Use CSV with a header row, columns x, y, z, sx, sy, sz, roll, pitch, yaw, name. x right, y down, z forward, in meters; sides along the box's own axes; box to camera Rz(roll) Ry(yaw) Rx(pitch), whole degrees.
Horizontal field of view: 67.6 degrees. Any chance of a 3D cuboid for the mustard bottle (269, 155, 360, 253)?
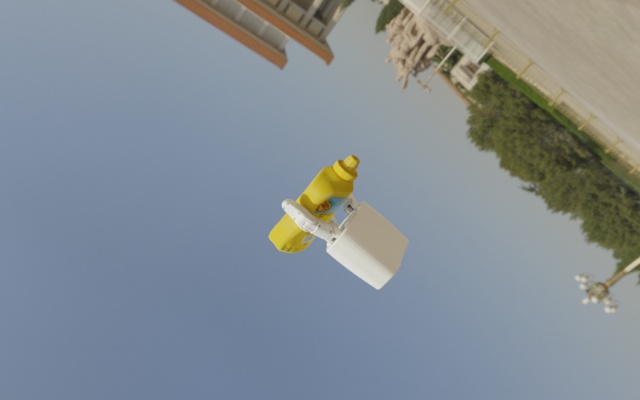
x,y,z,sx,sy,sz,roll,pitch,yaw,name
0.000,0.003,0.781,0.192,0.058,0.096,-50,-23,24,mustard bottle
